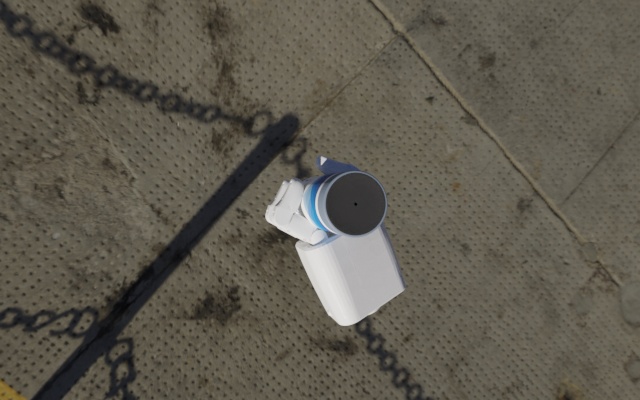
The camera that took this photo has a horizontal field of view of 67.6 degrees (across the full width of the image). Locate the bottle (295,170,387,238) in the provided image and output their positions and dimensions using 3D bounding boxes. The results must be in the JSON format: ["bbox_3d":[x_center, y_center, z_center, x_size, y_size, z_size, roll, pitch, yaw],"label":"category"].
[{"bbox_3d":[0.000,0.002,0.610,0.069,0.069,0.295,0,1,-14],"label":"bottle"}]
